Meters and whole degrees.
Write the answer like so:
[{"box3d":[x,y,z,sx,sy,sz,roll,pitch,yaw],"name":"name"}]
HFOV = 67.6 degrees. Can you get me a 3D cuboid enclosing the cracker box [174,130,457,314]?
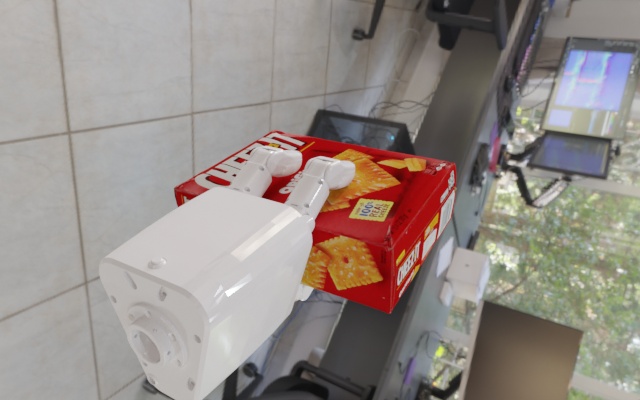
[{"box3d":[0.000,0.002,0.450,0.213,0.072,0.164,14,33,27],"name":"cracker box"}]
